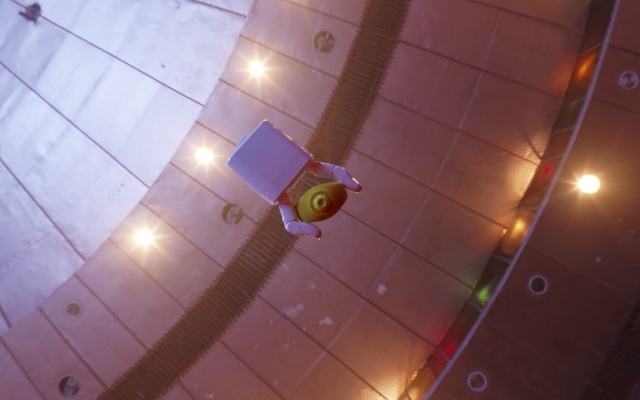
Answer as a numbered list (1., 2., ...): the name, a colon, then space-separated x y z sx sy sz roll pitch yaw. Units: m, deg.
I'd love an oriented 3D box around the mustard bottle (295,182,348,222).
1. mustard bottle: 0.000 0.003 0.834 0.096 0.058 0.191 -26 0 -1
